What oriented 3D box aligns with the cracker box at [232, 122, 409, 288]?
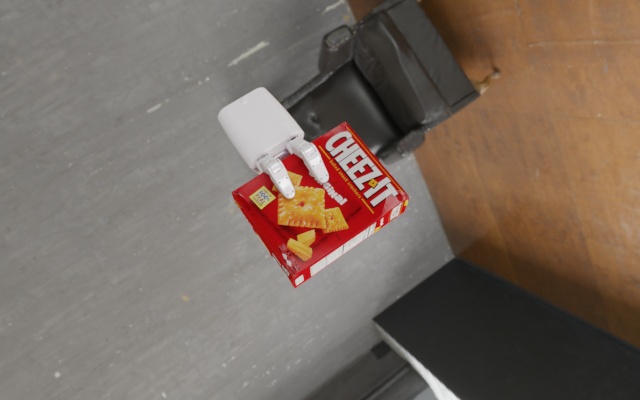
[{"bbox_3d":[0.000,0.003,0.728,0.213,0.164,0.072,-34,-18,-12],"label":"cracker box"}]
